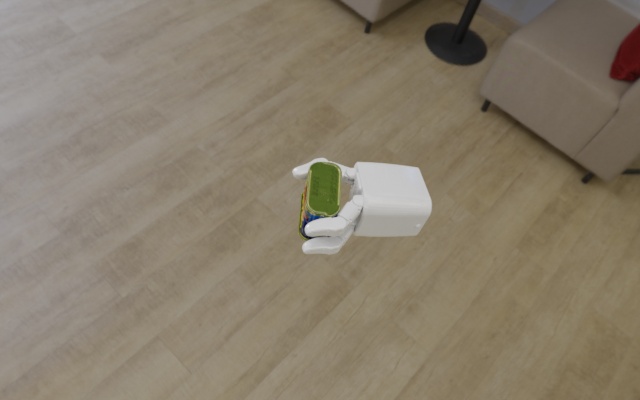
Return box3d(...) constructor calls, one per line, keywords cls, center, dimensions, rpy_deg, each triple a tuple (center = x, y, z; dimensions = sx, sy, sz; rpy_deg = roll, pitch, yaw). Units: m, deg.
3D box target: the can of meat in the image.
box3d(cls="can of meat", center=(0.000, 0.002, 0.738), dimensions=(0.057, 0.102, 0.084), rpy_deg=(7, -33, -5))
